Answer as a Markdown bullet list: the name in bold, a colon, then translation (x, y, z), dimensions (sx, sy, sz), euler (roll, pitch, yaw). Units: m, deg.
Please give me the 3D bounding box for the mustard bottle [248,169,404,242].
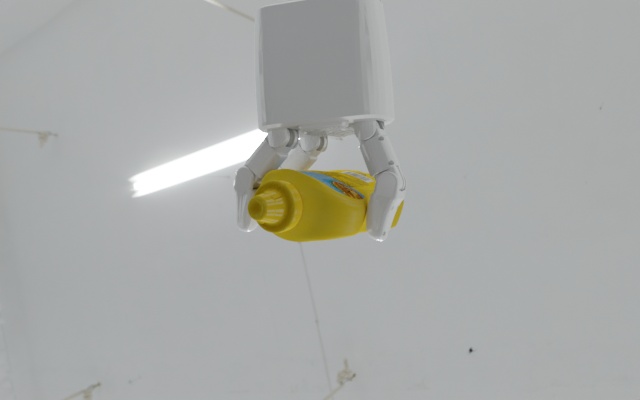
- **mustard bottle**: translation (0.000, 0.002, 0.432), dimensions (0.096, 0.058, 0.191), euler (23, 13, 26)
